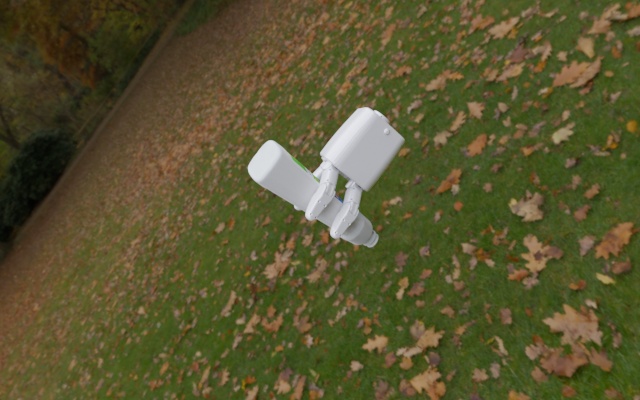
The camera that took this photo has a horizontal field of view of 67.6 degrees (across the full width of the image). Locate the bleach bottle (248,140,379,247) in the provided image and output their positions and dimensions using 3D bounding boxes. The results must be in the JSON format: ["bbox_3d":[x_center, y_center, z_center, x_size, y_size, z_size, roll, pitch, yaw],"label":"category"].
[{"bbox_3d":[0.000,0.003,0.802,0.251,0.068,0.102,36,5,-27],"label":"bleach bottle"}]
